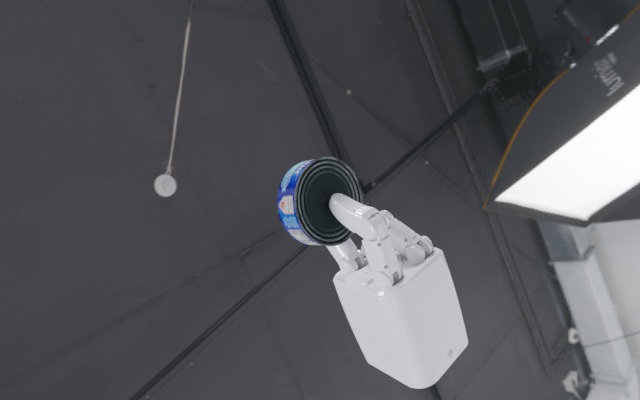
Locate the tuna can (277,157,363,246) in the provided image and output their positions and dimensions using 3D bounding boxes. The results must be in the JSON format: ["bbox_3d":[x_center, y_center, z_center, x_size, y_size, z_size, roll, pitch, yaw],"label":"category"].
[{"bbox_3d":[0.000,0.001,0.468,0.086,0.086,0.034,0,-3,-40],"label":"tuna can"}]
